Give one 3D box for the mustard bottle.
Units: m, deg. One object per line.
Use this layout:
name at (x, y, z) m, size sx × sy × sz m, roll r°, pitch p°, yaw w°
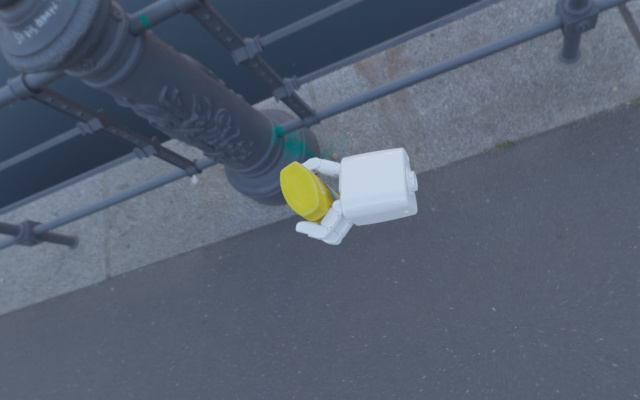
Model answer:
mustard bottle at (0.000, 0.003, 0.837) m, size 0.058 × 0.096 × 0.192 m, roll -34°, pitch -24°, yaw 11°
